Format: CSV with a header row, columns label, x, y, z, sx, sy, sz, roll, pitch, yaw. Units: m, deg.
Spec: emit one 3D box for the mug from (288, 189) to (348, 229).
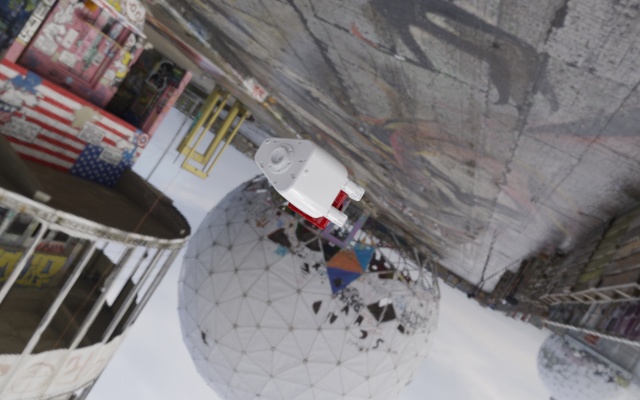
label,x,y,z,sx,sy,sz,roll,pitch,yaw
mug,0.001,0.004,0.882,0.093,0.081,0.117,32,-3,39
